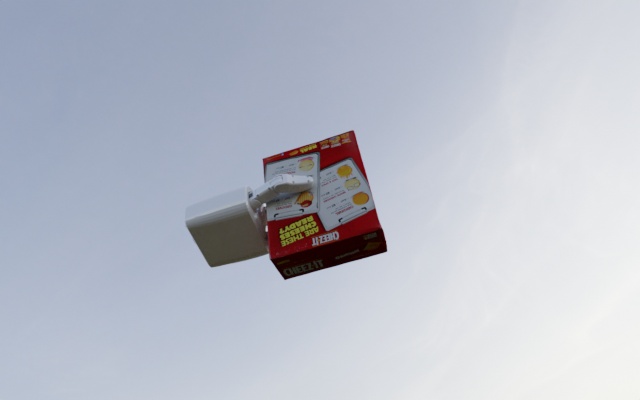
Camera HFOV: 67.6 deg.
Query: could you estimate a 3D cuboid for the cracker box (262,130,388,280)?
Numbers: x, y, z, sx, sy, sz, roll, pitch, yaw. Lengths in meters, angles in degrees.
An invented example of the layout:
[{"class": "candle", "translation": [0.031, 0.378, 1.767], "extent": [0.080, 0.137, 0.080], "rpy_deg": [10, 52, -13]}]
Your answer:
[{"class": "cracker box", "translation": [0.000, 0.002, 0.747], "extent": [0.164, 0.213, 0.072], "rpy_deg": [-17, -42, 7]}]
